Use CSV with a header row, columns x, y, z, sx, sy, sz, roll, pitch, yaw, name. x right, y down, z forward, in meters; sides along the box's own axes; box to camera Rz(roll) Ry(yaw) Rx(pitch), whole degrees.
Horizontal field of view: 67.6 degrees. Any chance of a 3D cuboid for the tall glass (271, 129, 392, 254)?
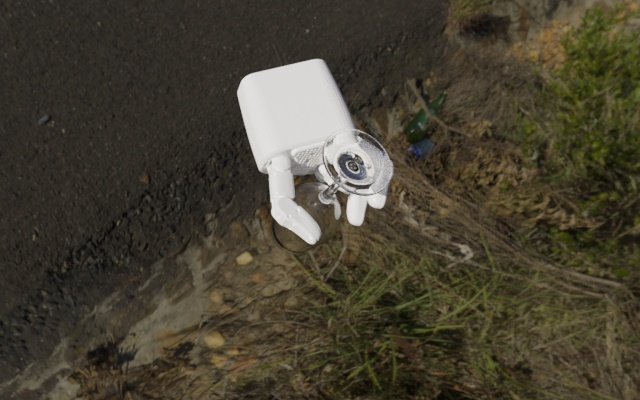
x,y,z,sx,sy,sz,roll,pitch,yaw,name
0.000,0.002,0.548,0.079,0.079,0.201,0,-24,-24,tall glass
